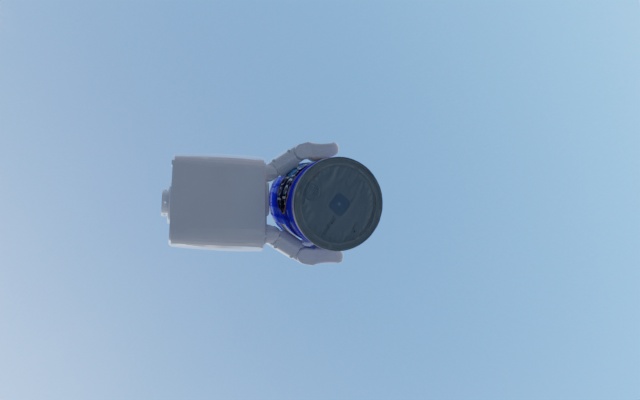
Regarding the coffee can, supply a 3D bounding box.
[{"bbox_3d":[0.000,0.002,0.580,0.103,0.103,0.140,0,2,-17],"label":"coffee can"}]
